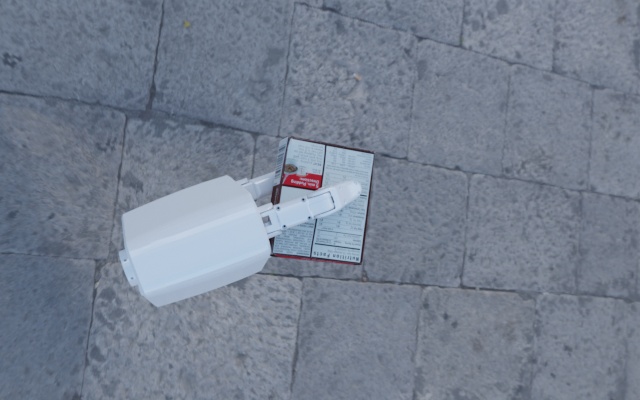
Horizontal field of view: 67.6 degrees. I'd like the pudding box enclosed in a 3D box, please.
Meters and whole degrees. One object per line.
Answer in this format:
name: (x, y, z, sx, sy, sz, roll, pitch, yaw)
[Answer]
pudding box: (0.000, 0.001, 0.455, 0.090, 0.113, 0.039, 9, -3, -16)
